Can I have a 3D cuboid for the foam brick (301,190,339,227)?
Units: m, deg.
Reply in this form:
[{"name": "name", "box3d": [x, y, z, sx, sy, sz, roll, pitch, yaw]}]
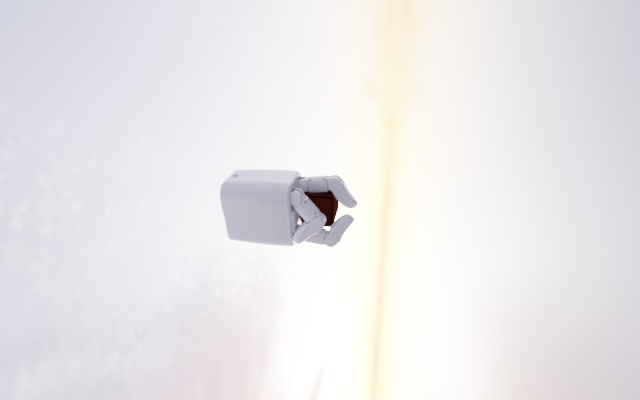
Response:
[{"name": "foam brick", "box3d": [0.000, 0.003, 0.770, 0.051, 0.053, 0.078, 3, 22, 8]}]
